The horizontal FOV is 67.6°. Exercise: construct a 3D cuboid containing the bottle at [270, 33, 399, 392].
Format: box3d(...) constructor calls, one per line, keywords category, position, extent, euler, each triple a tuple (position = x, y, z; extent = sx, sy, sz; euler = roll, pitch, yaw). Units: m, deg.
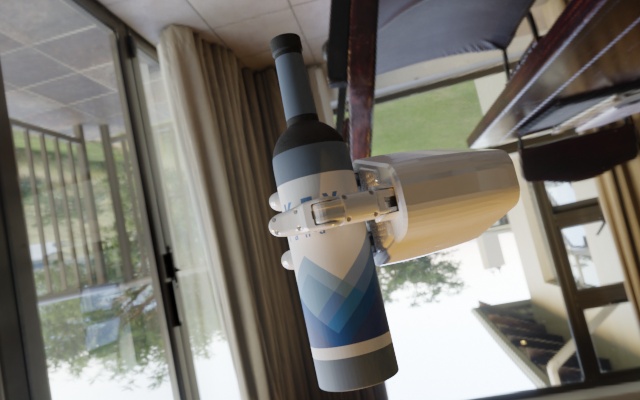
box3d(category="bottle", position=(0.000, 0.002, 0.404), extent=(0.069, 0.295, 0.069), euler=(-12, -6, -1))
